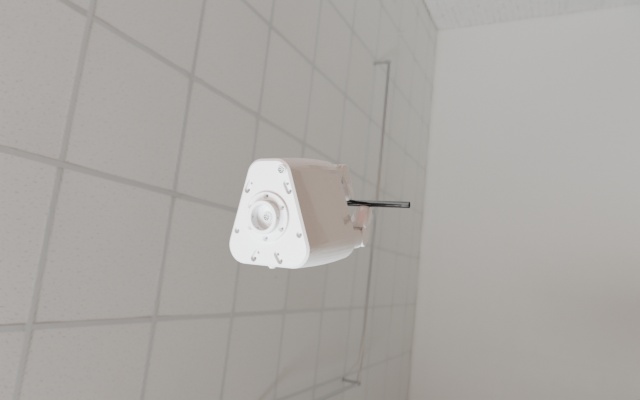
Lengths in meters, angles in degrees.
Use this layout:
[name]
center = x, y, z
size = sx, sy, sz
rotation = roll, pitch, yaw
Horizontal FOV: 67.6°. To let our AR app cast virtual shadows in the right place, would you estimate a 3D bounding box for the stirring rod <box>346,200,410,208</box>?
[stirring rod]
center = 0.000, 0.002, 0.632
size = 0.239, 0.011, 0.011
rotation = 2, 1, 27
